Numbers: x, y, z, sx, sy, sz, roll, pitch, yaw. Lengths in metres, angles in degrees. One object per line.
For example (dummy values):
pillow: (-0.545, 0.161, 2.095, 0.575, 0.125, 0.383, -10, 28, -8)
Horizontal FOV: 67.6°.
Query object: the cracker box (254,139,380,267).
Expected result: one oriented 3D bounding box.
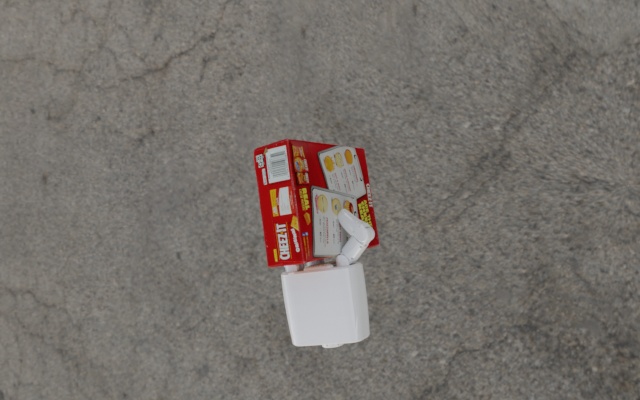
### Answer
cracker box: (0.000, 0.002, 0.709, 0.072, 0.164, 0.213, -10, -4, 33)
